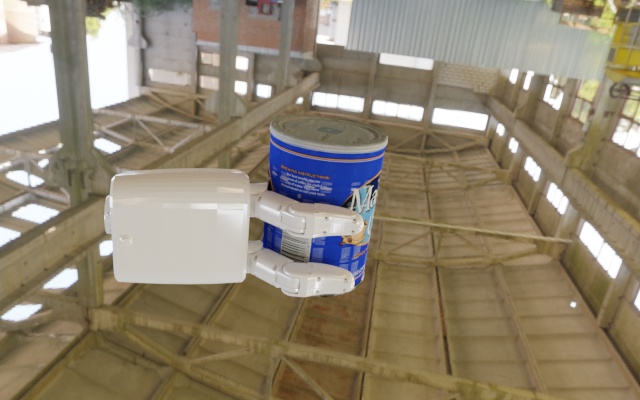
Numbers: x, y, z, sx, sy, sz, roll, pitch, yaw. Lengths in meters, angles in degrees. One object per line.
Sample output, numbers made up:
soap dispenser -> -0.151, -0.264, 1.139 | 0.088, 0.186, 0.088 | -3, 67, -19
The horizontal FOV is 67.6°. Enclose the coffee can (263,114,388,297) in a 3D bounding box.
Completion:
coffee can -> 0.000, 0.001, 0.440 | 0.103, 0.140, 0.102 | 6, 22, -2
